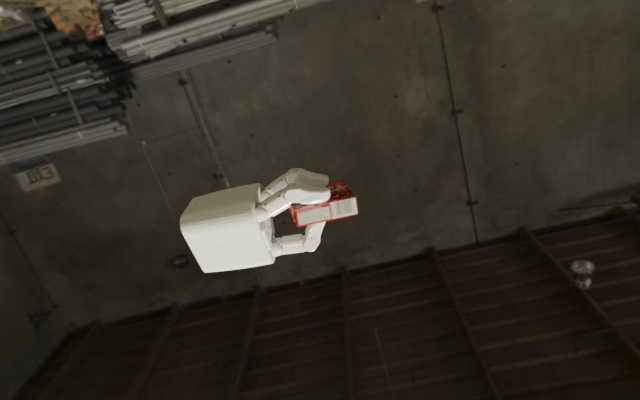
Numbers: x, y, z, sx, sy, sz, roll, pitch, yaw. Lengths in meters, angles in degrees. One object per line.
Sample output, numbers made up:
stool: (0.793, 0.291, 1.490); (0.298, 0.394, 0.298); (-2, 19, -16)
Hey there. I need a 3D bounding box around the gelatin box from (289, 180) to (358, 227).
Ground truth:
gelatin box: (0.001, 0.003, 0.673); (0.089, 0.030, 0.073); (-12, 23, -8)
